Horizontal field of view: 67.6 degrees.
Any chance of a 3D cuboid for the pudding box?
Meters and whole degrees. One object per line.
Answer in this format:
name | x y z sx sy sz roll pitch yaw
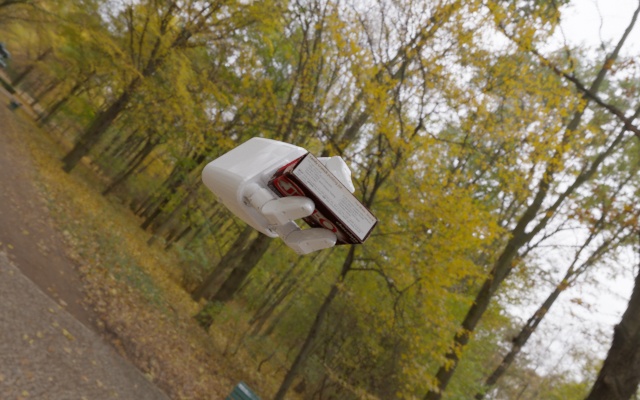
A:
pudding box | 0.000 0.002 0.540 0.113 0.039 0.090 42 -18 -12
